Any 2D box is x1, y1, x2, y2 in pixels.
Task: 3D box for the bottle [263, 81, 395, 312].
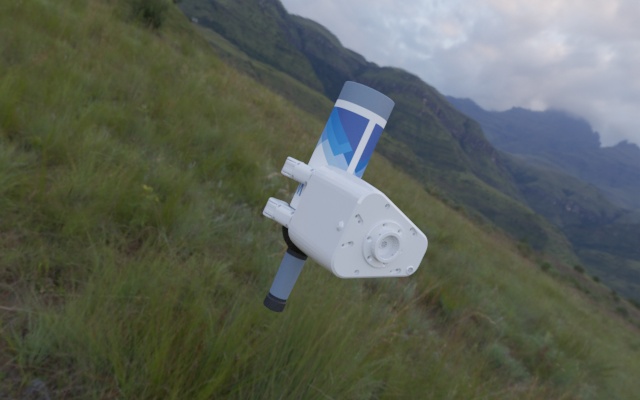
[{"bbox_3d":[0.000,0.002,0.596,0.069,0.296,0.069,24,4,-2],"label":"bottle"}]
